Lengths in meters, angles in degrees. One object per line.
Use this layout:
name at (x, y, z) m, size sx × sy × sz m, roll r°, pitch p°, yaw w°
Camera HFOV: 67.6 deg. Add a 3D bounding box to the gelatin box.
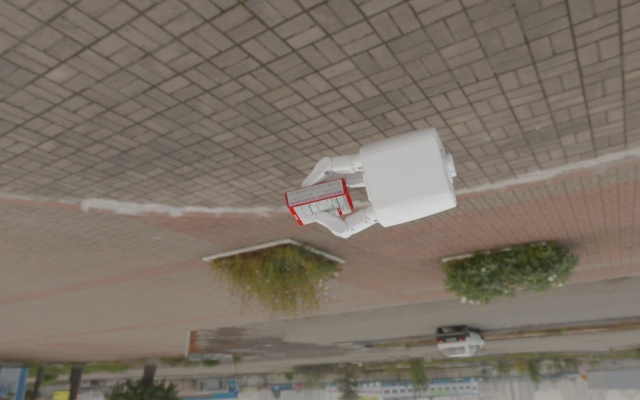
gelatin box at (0.000, 0.003, 0.703) m, size 0.089 × 0.030 × 0.073 m, roll -15°, pitch -25°, yaw 6°
